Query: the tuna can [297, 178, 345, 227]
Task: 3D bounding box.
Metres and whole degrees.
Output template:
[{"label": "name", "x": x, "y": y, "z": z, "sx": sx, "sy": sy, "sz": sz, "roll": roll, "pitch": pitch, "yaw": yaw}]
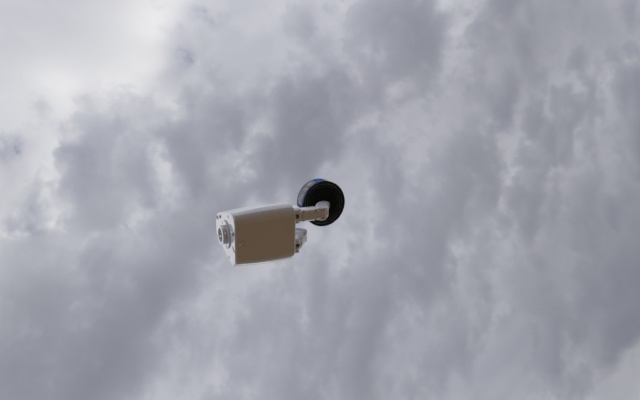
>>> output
[{"label": "tuna can", "x": 0.000, "y": 0.003, "z": 0.888, "sx": 0.086, "sy": 0.086, "sz": 0.033, "roll": 0, "pitch": 13, "yaw": -26}]
